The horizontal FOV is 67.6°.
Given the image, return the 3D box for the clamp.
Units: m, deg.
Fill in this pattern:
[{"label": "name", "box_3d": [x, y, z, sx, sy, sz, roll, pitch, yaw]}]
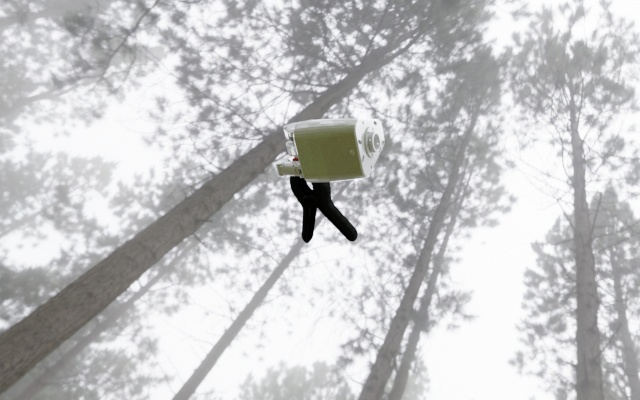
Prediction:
[{"label": "clamp", "box_3d": [0.000, 0.002, 0.822, 0.120, 0.171, 0.039, 0, 28, 32]}]
